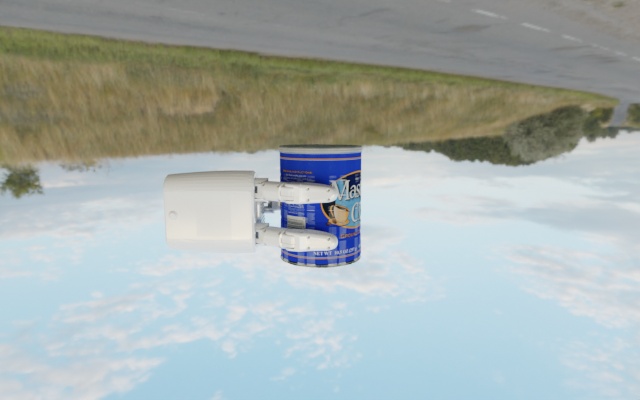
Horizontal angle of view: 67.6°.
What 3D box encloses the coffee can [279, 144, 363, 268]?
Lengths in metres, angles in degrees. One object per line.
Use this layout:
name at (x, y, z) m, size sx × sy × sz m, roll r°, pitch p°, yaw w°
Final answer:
coffee can at (0.000, 0.002, 0.596) m, size 0.103 × 0.140 × 0.103 m, roll 0°, pitch 9°, yaw 0°
